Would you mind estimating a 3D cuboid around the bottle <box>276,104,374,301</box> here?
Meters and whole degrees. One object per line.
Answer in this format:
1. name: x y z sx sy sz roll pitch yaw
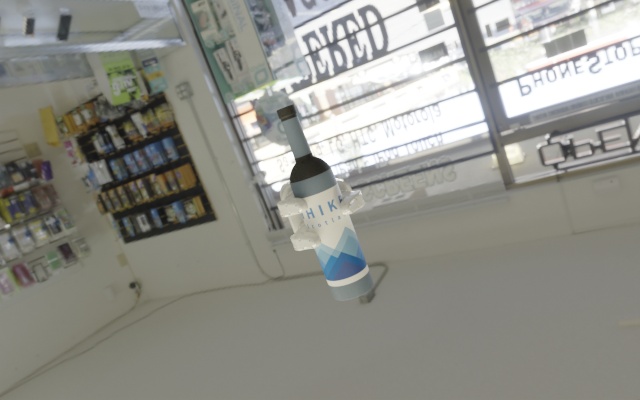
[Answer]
1. bottle: 0.000 0.003 0.710 0.069 0.296 0.069 -20 10 4
